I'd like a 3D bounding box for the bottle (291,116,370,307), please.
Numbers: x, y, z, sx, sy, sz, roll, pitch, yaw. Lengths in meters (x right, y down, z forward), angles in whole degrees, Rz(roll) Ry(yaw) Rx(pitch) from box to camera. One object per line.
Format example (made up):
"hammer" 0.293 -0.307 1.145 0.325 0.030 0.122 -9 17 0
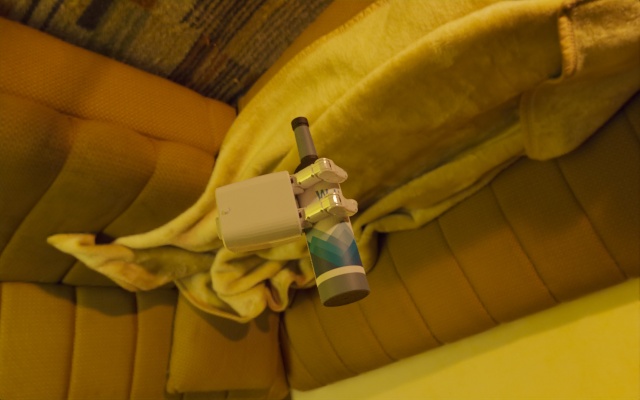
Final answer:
"bottle" 0.000 0.002 0.694 0.069 0.295 0.069 -12 -26 -6
